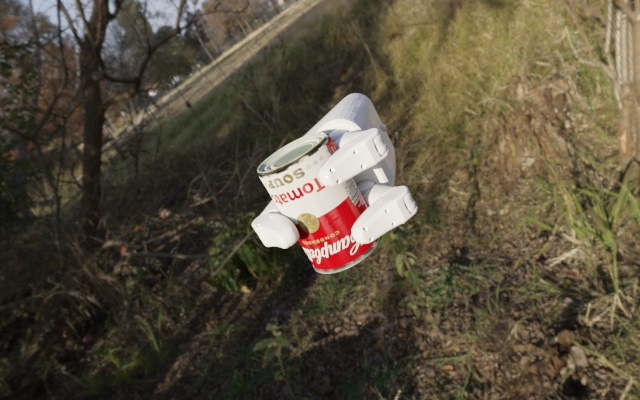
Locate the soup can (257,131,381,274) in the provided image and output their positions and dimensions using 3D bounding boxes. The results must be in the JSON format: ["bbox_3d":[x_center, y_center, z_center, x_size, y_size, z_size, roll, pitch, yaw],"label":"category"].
[{"bbox_3d":[0.000,0.001,0.406,0.068,0.102,0.068,-26,19,10],"label":"soup can"}]
